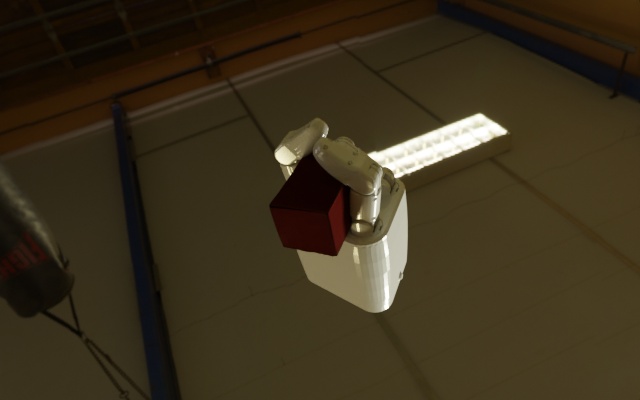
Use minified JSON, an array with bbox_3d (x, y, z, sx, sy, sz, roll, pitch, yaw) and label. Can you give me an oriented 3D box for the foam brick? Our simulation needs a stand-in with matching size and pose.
[{"bbox_3d":[0.000,0.001,0.412,0.053,0.051,0.078,8,43,23],"label":"foam brick"}]
